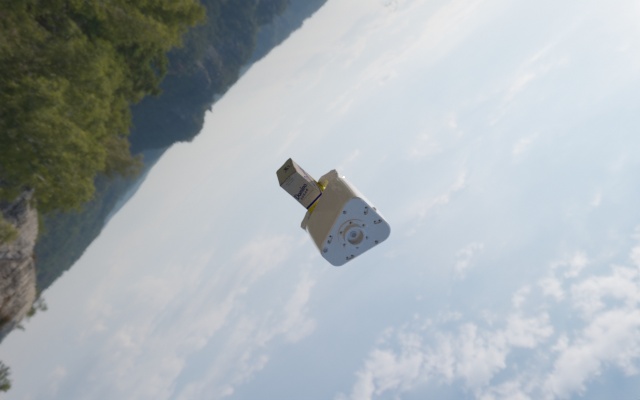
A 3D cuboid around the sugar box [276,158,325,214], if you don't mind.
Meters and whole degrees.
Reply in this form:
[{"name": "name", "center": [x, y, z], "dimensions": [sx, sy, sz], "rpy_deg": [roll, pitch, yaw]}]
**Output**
[{"name": "sugar box", "center": [0.001, 0.003, 0.855], "dimensions": [0.176, 0.048, 0.093], "rpy_deg": [44, 7, -20]}]
